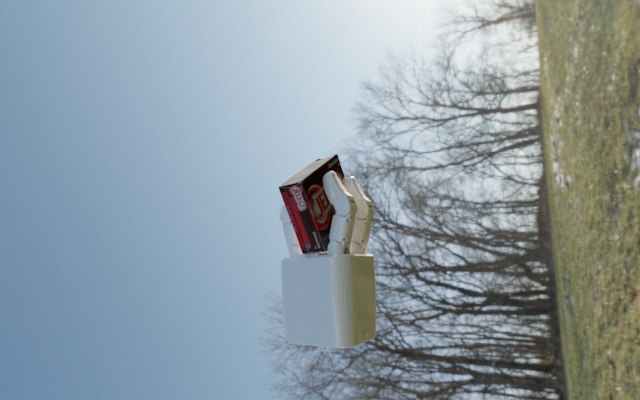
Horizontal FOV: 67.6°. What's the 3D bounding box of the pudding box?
[{"bbox_3d":[0.000,0.002,0.600,0.039,0.090,0.113,-10,18,27],"label":"pudding box"}]
